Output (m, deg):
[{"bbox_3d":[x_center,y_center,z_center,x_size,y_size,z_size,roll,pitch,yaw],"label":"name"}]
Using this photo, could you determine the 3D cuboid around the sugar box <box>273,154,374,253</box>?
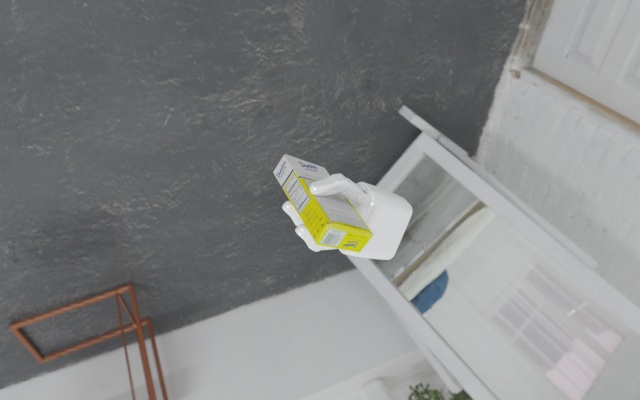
[{"bbox_3d":[0.000,0.003,0.747,0.093,0.048,0.176,16,26,-40],"label":"sugar box"}]
